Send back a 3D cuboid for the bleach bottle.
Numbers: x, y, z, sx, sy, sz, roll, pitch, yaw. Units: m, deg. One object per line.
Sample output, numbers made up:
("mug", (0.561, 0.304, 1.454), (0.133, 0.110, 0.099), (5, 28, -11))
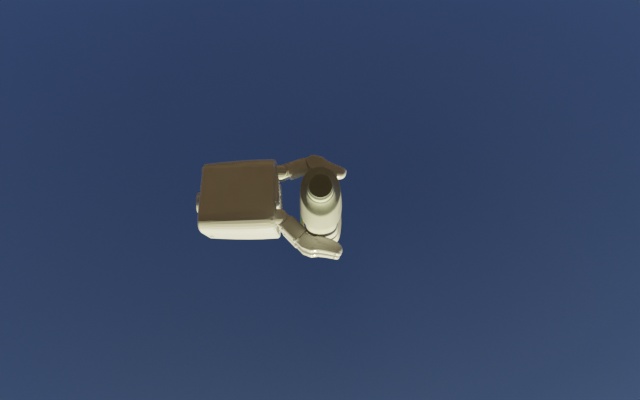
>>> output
("bleach bottle", (0.000, 0.002, 0.675), (0.068, 0.102, 0.251), (-2, -13, 0))
